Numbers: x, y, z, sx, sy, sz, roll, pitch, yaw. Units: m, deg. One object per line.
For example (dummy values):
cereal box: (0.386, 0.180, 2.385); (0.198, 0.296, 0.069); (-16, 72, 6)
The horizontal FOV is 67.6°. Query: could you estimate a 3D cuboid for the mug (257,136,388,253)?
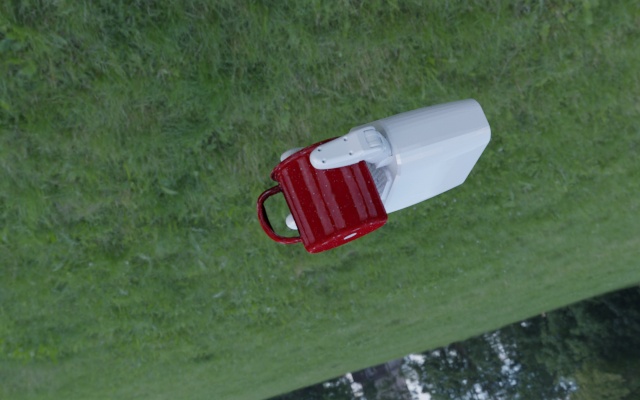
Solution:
mug: (-0.001, 0.002, 0.438); (0.117, 0.081, 0.093); (-19, -11, -13)
